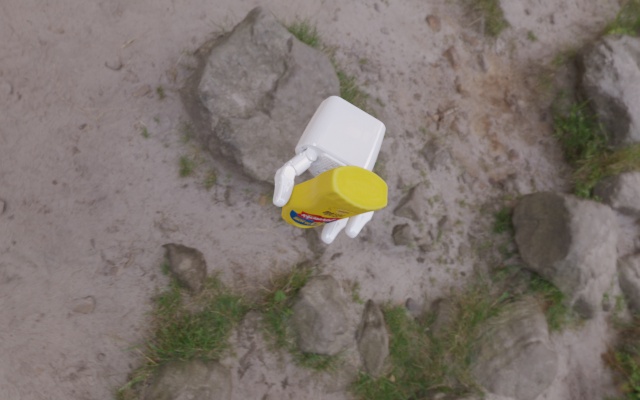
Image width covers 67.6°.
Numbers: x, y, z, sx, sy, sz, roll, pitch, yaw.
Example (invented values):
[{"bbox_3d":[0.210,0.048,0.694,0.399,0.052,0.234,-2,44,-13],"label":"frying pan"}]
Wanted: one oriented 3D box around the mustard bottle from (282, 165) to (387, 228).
[{"bbox_3d":[0.000,0.003,0.692,0.096,0.058,0.192,13,-19,-34],"label":"mustard bottle"}]
